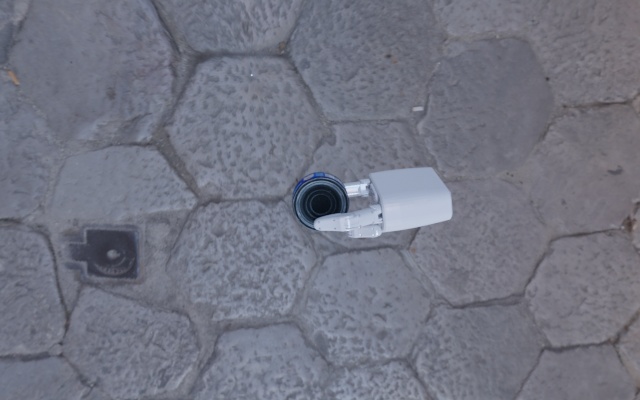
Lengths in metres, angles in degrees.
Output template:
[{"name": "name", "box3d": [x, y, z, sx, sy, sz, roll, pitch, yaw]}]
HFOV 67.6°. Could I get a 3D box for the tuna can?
[{"name": "tuna can", "box3d": [0.000, 0.003, 0.714, 0.086, 0.086, 0.033, 0, 16, -2]}]
